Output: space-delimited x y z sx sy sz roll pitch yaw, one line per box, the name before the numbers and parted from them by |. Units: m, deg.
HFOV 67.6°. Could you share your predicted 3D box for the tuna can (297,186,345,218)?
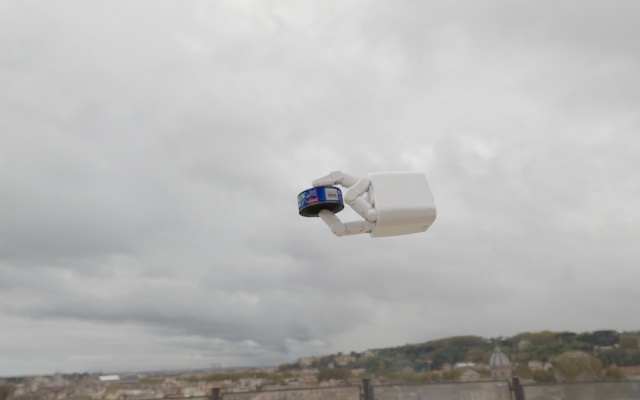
tuna can | 0.000 0.002 0.882 0.086 0.033 0.086 -8 -18 -3
